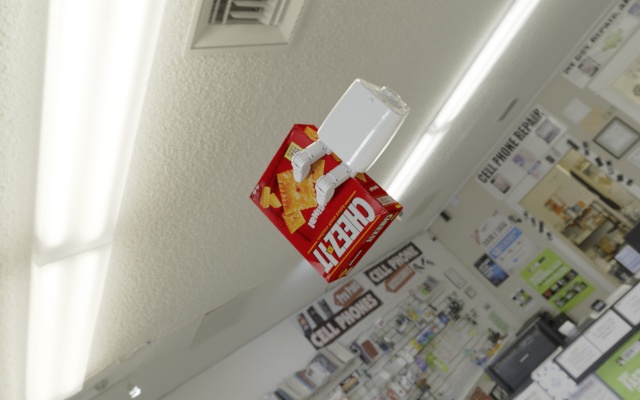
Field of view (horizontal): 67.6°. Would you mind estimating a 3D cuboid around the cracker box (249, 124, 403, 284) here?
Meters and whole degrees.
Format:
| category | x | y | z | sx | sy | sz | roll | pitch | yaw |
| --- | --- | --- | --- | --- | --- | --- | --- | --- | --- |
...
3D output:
| category | x | y | z | sx | sy | sz | roll | pitch | yaw |
| --- | --- | --- | --- | --- | --- | --- | --- | --- | --- |
| cracker box | 0.000 | 0.002 | 0.788 | 0.213 | 0.164 | 0.072 | 45 | 26 | 20 |
